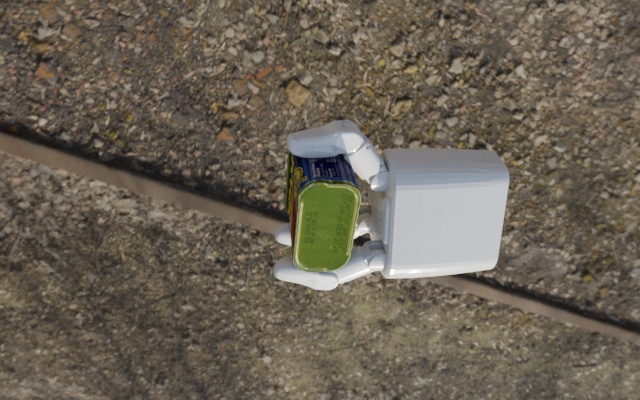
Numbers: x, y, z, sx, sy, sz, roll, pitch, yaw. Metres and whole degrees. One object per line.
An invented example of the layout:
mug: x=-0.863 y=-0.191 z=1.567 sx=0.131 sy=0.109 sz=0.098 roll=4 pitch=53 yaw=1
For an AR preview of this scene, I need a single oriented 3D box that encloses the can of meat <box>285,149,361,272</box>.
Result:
can of meat: x=0.000 y=0.002 z=0.429 sx=0.057 sy=0.102 sz=0.084 roll=1 pitch=36 yaw=-8
